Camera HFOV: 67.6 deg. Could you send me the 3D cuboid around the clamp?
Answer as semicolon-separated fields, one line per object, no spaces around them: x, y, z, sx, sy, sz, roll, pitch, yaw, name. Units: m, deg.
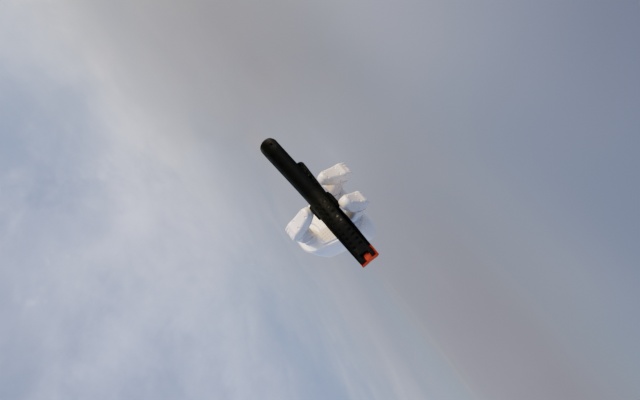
0.000;0.003;0.662;0.036;0.210;0.164;-41;-21;6;clamp
